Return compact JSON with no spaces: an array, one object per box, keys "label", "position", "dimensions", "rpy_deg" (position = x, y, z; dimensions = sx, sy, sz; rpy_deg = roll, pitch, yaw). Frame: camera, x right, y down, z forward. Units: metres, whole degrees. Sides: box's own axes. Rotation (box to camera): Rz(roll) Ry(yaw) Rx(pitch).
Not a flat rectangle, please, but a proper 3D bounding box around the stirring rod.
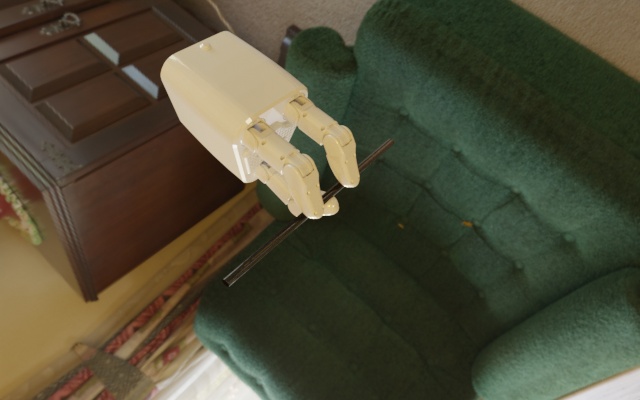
[{"label":"stirring rod","position":[0.000,0.001,0.449],"dimensions":[0.011,0.011,0.239],"rpy_deg":[0,33,49]}]
